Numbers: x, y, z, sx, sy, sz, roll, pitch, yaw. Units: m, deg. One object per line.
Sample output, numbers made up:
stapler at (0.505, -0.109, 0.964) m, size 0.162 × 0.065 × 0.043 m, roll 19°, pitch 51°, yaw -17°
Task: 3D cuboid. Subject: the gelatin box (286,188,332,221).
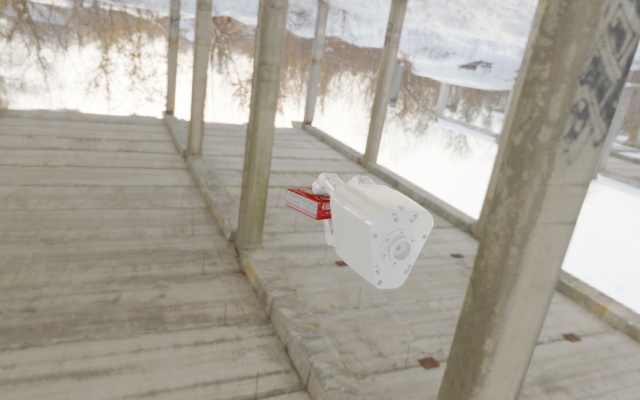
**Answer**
gelatin box at (0.000, 0.003, 0.739) m, size 0.073 × 0.030 × 0.089 m, roll -4°, pitch 16°, yaw -37°
